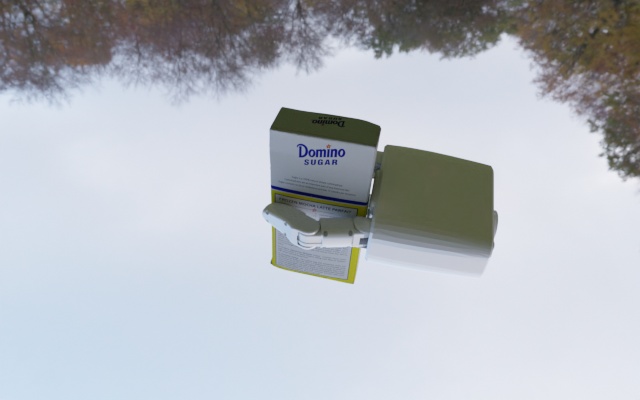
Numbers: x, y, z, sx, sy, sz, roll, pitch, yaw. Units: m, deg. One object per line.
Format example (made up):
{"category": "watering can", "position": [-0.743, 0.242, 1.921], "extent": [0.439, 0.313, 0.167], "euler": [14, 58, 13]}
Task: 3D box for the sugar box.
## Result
{"category": "sugar box", "position": [0.000, 0.001, 0.460], "extent": [0.093, 0.176, 0.048], "euler": [11, 39, 6]}
